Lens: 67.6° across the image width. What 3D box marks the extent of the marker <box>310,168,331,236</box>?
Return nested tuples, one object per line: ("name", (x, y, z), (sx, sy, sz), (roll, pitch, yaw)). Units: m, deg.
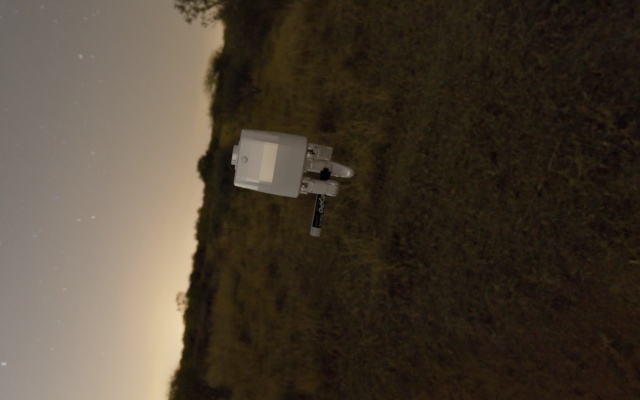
("marker", (0.000, 0.003, 0.841), (0.020, 0.121, 0.020), (9, 8, -1))
